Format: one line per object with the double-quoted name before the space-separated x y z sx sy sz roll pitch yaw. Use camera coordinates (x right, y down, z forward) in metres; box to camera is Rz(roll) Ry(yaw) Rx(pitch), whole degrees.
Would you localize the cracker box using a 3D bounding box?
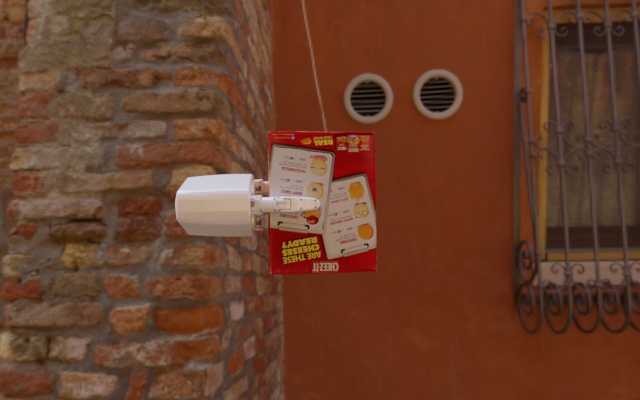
"cracker box" 0.000 0.002 0.742 0.164 0.213 0.072 -1 0 -6
